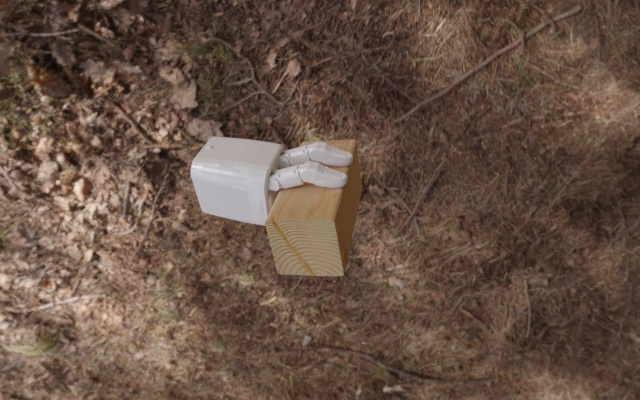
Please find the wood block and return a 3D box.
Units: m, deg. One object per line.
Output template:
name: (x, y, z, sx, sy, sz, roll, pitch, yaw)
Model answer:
wood block: (0.000, 0.003, 0.670, 0.090, 0.091, 0.206, -1, 34, 14)
